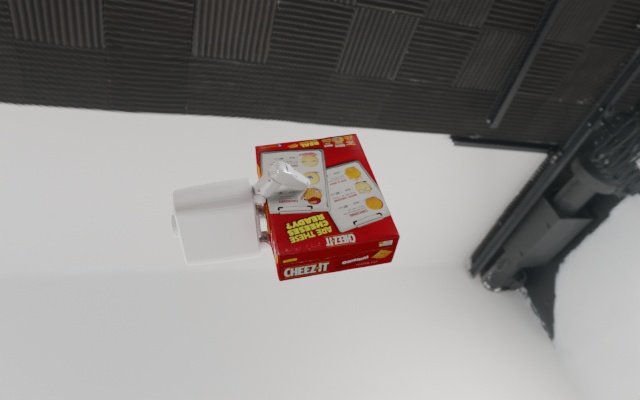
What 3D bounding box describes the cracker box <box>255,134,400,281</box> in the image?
[{"bbox_3d":[0.000,0.002,0.696,0.164,0.213,0.072,-8,-41,-10],"label":"cracker box"}]
